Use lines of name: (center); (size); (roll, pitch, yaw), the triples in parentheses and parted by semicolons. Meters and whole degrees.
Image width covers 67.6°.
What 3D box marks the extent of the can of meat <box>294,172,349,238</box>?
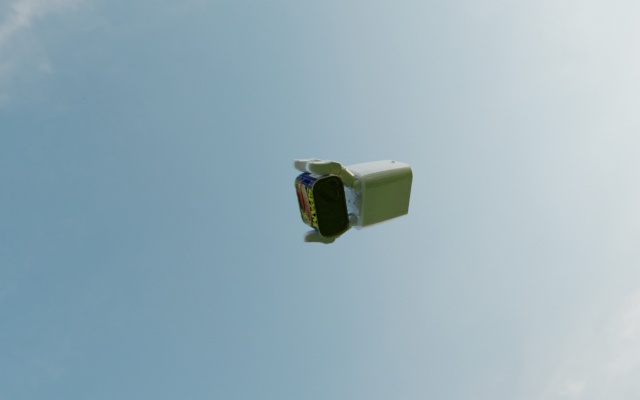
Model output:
can of meat: (0.000, 0.003, 0.813); (0.057, 0.102, 0.084); (-17, 18, -22)
